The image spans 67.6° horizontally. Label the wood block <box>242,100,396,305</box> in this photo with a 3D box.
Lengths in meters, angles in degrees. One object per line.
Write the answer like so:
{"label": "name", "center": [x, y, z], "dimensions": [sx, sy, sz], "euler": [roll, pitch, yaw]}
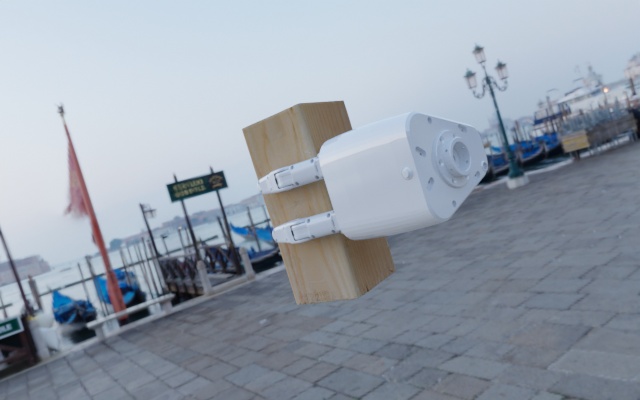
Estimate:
{"label": "wood block", "center": [0.001, 0.001, 0.541], "dimensions": [0.090, 0.206, 0.091], "euler": [-15, 3, 37]}
